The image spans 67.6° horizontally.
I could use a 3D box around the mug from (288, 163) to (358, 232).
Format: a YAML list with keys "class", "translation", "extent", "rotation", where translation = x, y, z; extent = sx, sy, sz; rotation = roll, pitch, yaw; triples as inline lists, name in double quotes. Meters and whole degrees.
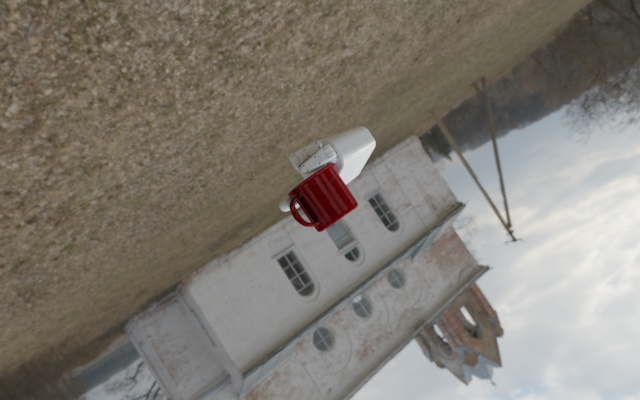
- class: "mug"
  translation: [-0.001, 0.003, 0.773]
  extent: [0.117, 0.081, 0.093]
  rotation: [-32, -4, -42]
